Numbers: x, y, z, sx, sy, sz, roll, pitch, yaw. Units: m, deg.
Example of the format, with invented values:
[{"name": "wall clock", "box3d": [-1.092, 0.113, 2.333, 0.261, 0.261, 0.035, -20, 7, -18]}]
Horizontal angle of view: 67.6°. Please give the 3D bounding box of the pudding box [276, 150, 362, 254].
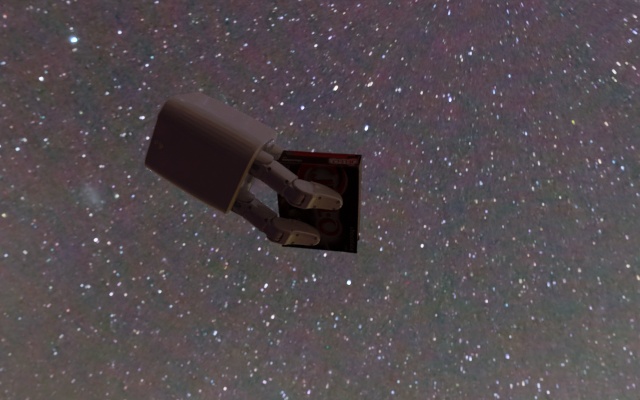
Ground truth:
[{"name": "pudding box", "box3d": [0.000, 0.002, 0.535, 0.090, 0.114, 0.039, 5, 33, 11]}]
